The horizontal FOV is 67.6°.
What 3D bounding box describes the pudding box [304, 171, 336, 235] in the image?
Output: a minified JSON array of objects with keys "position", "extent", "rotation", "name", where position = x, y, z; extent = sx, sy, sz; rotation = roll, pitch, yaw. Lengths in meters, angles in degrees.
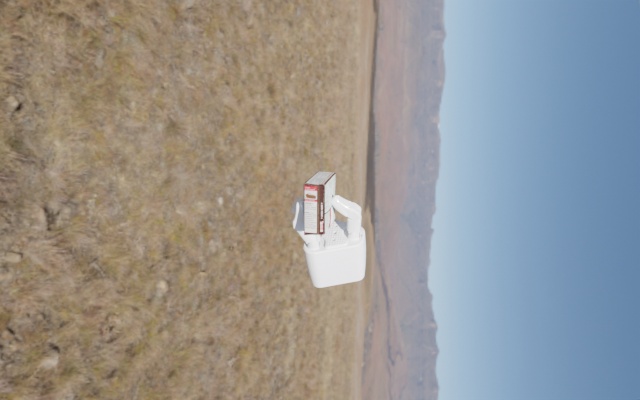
[{"position":[0.000,0.003,0.828],"extent":[0.039,0.090,0.113],"rotation":[2,13,10],"name":"pudding box"}]
